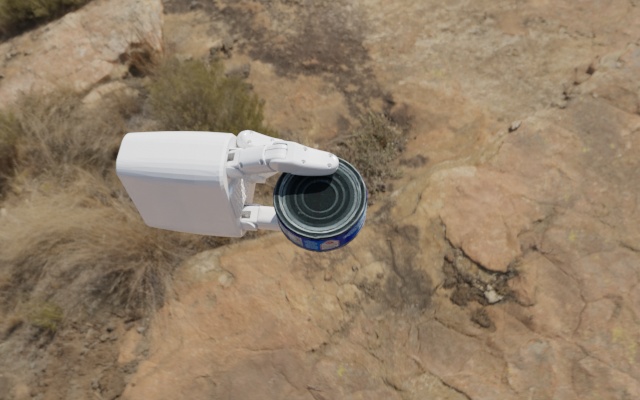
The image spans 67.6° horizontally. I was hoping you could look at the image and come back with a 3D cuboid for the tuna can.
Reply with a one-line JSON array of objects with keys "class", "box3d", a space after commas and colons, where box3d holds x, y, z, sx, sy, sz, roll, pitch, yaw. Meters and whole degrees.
[{"class": "tuna can", "box3d": [0.000, 0.001, 0.436, 0.086, 0.086, 0.034, 0, -25, 3]}]
